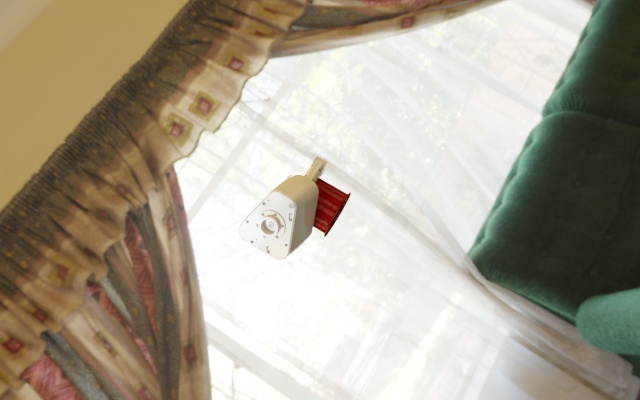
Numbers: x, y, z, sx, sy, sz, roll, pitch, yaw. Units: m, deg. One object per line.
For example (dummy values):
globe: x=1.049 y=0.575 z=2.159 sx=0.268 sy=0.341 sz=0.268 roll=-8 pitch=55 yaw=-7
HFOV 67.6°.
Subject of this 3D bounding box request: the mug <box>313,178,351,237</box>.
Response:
mug: x=0.000 y=0.002 z=0.867 sx=0.081 sy=0.093 sz=0.117 roll=31 pitch=20 yaw=7
